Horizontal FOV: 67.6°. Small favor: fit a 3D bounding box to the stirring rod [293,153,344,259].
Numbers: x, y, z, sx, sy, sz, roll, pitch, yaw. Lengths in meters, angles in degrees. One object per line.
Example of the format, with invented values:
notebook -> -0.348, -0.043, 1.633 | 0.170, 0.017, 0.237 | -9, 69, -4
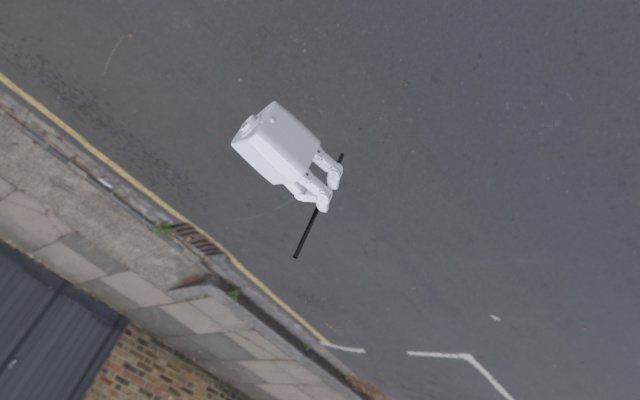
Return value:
stirring rod -> 0.000, 0.003, 0.853 | 0.011, 0.239, 0.011 | 17, -34, 12
